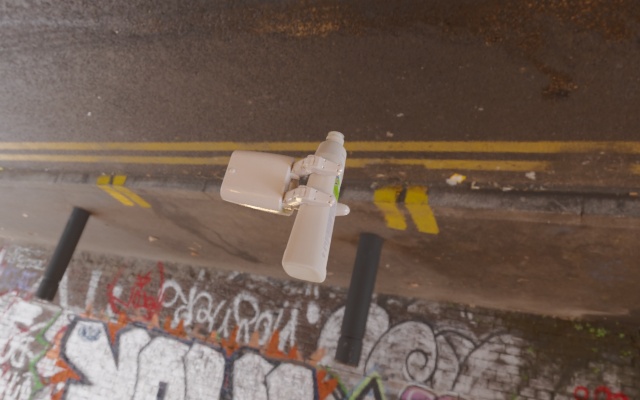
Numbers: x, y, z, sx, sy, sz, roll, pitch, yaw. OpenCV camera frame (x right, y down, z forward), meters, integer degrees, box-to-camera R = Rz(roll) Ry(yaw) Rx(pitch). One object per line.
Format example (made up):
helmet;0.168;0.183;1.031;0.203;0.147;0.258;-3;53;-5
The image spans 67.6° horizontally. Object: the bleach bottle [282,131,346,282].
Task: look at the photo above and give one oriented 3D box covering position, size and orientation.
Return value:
bleach bottle;0.000;0.003;0.801;0.068;0.250;0.103;11;-21;9
